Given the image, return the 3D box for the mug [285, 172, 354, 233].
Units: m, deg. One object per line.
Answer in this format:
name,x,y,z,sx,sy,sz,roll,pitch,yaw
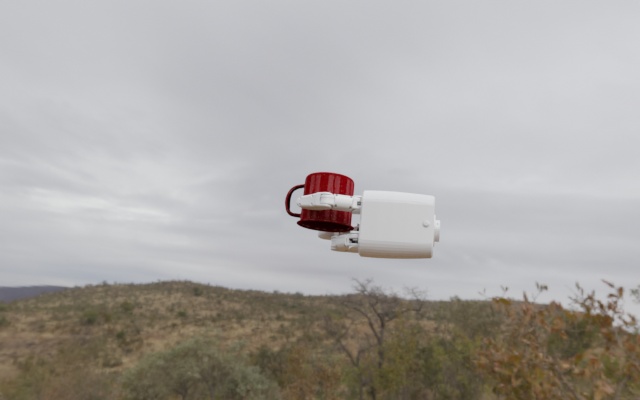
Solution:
mug,-0.001,0.002,0.777,0.117,0.081,0.093,3,-14,12
